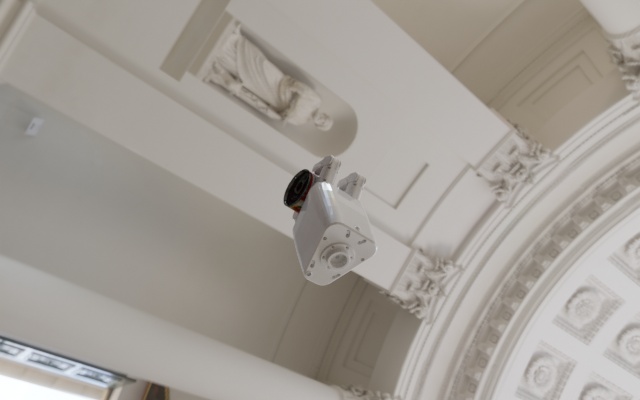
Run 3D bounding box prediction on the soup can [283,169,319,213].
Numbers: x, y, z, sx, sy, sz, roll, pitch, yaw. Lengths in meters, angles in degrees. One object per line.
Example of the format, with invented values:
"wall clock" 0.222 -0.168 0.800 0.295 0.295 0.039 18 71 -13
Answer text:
"soup can" 0.000 0.003 0.780 0.102 0.068 0.068 31 -15 -27
